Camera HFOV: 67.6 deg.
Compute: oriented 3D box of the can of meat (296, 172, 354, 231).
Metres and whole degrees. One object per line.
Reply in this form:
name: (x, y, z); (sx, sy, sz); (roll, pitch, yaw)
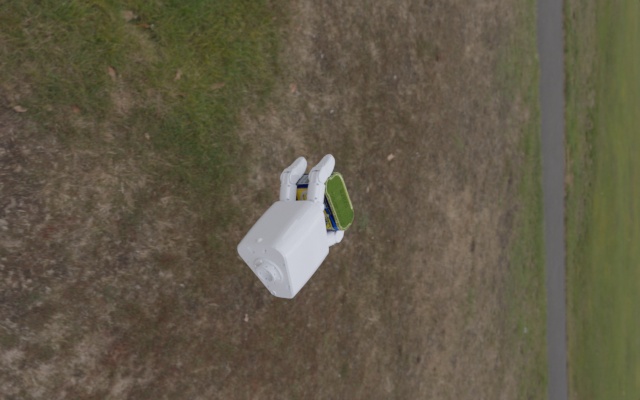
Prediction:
can of meat: (0.000, 0.003, 0.793); (0.084, 0.102, 0.057); (-1, 31, 37)
